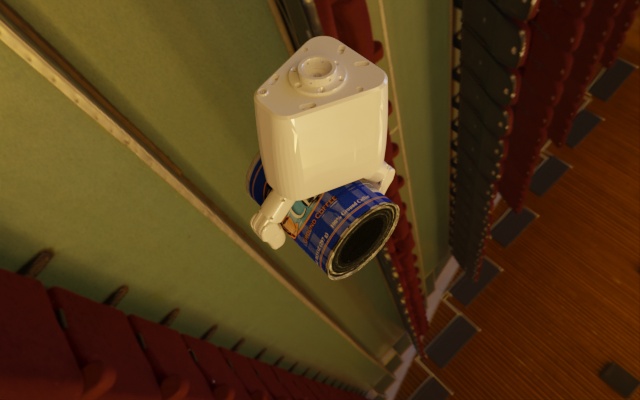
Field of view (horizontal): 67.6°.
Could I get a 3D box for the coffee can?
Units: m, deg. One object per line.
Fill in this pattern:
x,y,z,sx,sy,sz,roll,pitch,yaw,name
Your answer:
0.000,0.002,0.521,0.140,0.103,0.103,43,23,28,coffee can
